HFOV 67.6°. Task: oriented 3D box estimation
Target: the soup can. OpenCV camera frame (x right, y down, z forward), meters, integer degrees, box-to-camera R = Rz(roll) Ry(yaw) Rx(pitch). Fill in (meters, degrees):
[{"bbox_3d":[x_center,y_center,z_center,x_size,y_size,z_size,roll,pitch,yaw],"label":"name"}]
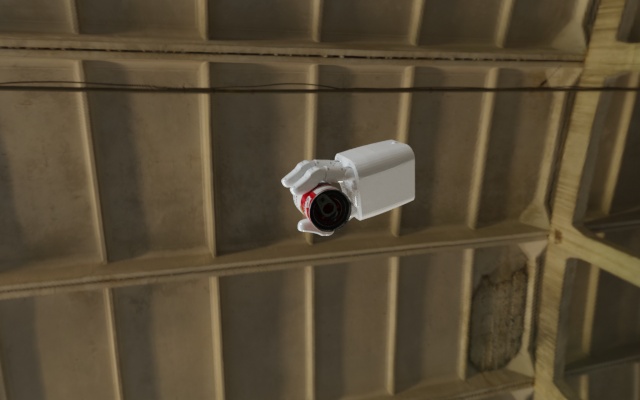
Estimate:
[{"bbox_3d":[0.000,0.003,0.765,0.068,0.068,0.102,0,15,-18],"label":"soup can"}]
